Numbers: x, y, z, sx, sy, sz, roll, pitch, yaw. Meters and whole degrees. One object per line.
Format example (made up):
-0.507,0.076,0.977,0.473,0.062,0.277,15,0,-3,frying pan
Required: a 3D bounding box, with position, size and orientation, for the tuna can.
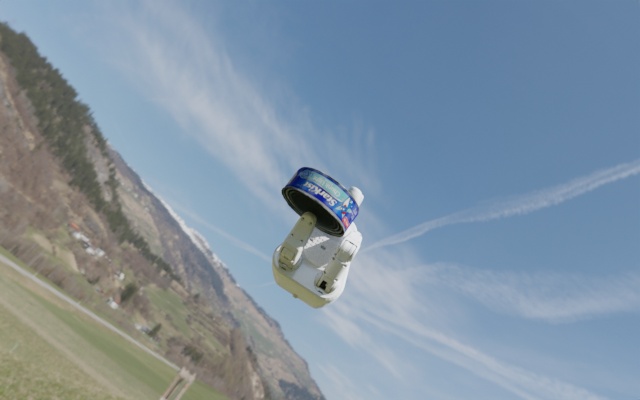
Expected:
0.000,0.001,0.535,0.086,0.033,0.086,33,-18,12,tuna can
